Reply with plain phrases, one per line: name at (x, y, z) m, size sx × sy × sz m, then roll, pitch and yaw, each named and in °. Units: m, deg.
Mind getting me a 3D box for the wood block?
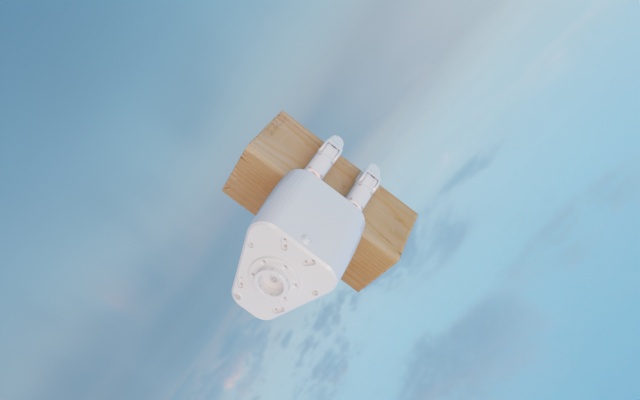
wood block at (0.000, 0.002, 0.574) m, size 0.091 × 0.206 × 0.090 m, roll -49°, pitch 5°, yaw 45°
